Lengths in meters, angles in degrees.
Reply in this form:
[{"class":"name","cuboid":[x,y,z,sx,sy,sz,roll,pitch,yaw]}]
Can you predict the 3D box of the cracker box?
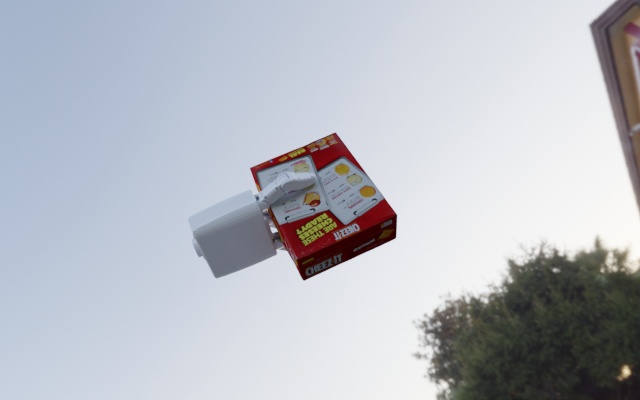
[{"class":"cracker box","cuboid":[0.000,0.002,0.769,0.164,0.213,0.072,-24,-40,-10]}]
